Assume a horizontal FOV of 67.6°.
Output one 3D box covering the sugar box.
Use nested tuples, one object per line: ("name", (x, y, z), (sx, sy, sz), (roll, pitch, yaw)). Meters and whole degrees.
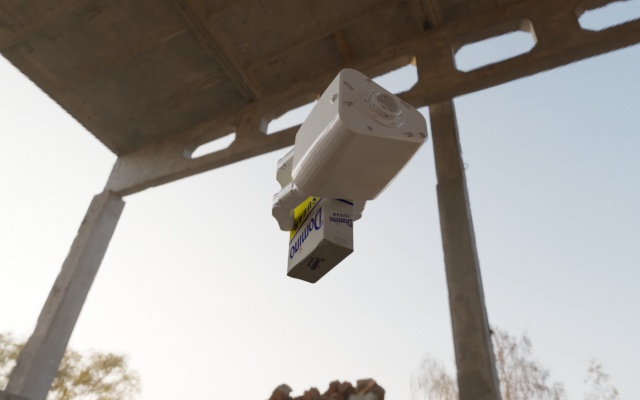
("sugar box", (0.000, 0.002, 0.584), (0.048, 0.176, 0.093), (22, -42, -20))
